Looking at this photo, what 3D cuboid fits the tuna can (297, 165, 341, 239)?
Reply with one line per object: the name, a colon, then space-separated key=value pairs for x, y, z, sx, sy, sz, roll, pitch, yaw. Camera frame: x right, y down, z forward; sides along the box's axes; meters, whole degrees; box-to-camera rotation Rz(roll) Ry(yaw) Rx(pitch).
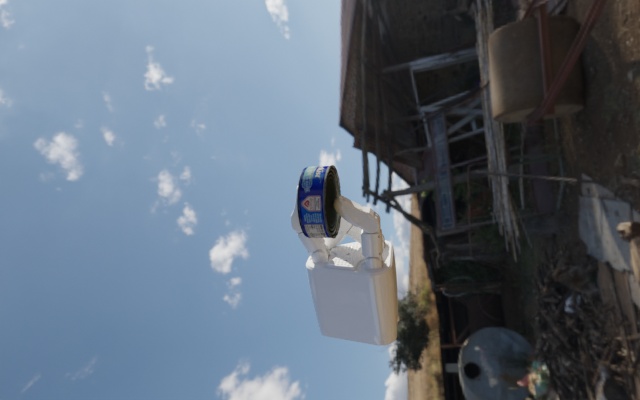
tuna can: x=0.000 y=0.002 z=0.560 sx=0.034 sy=0.086 sz=0.086 roll=-1 pitch=0 yaw=14
